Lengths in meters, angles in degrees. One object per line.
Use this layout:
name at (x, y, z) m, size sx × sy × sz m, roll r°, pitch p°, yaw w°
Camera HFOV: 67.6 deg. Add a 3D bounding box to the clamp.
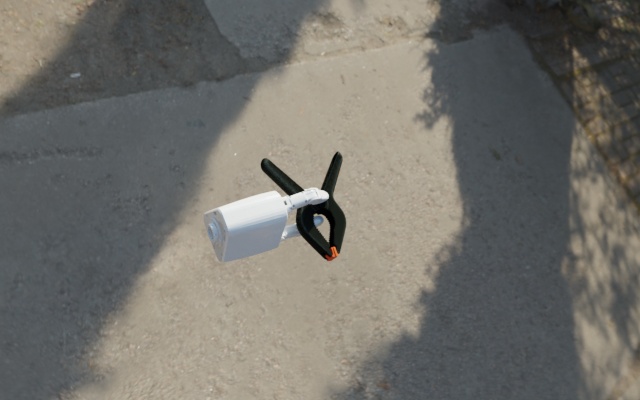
clamp at (0.000, 0.003, 0.860) m, size 0.164 × 0.210 × 0.036 m, roll -16°, pitch -15°, yaw -29°
